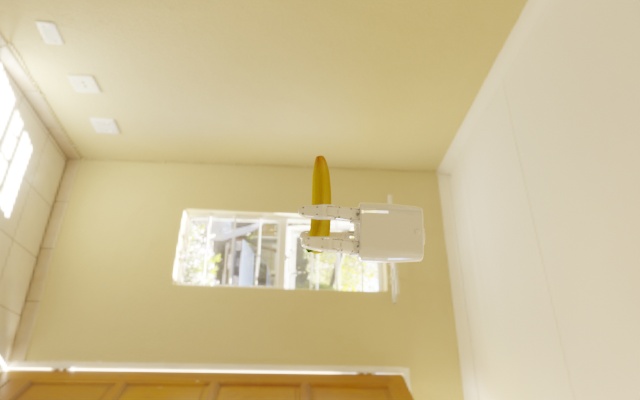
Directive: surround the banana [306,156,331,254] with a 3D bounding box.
[{"bbox_3d":[0.000,0.016,0.835,0.037,0.197,0.070,2,-33,3],"label":"banana"}]
